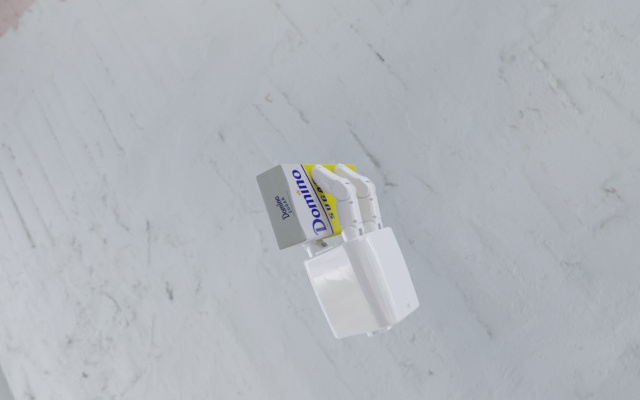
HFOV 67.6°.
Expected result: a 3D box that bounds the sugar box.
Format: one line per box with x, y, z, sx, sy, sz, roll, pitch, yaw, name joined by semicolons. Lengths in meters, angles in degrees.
0.001;0.002;0.607;0.048;0.093;0.176;-23;-7;28;sugar box
